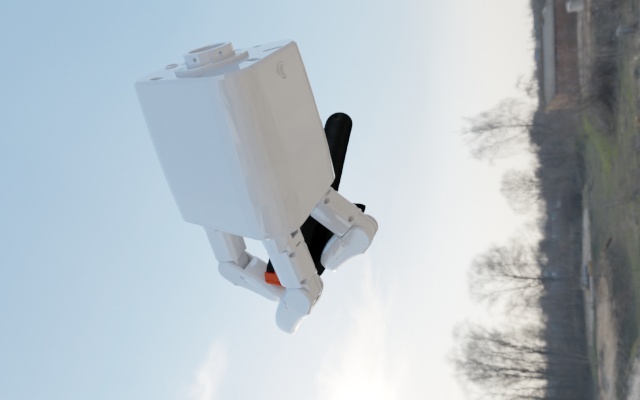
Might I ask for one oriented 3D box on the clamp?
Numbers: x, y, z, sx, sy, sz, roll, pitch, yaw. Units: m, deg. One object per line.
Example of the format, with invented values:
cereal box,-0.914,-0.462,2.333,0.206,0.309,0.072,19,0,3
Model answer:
clamp,-0.001,0.002,0.417,0.039,0.120,0.171,-1,29,25
